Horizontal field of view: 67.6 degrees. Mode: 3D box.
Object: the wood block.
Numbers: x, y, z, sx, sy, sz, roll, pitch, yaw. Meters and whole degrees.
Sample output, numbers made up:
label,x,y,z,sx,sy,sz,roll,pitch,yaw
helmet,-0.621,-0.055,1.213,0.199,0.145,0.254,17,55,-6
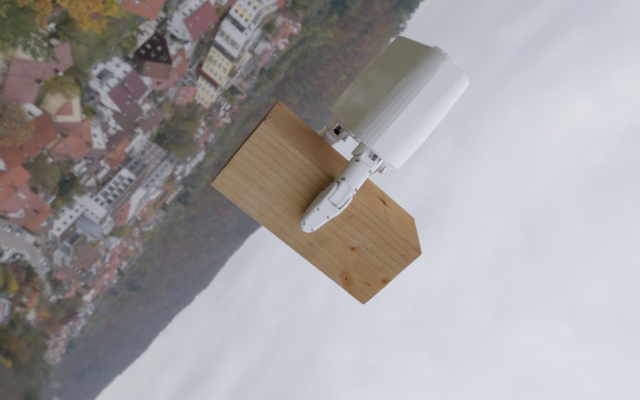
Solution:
label,x,y,z,sx,sy,sz,roll,pitch,yaw
wood block,0.000,0.002,0.512,0.206,0.090,0.090,40,21,-12
